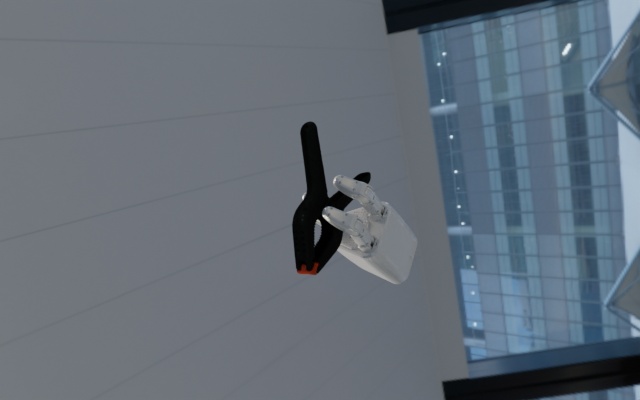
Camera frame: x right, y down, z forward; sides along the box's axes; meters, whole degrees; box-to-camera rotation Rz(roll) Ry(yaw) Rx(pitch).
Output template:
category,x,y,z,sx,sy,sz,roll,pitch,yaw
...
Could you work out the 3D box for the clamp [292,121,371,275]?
category,x,y,z,sx,sy,sz,roll,pitch,yaw
clamp,-0.001,0.003,0.692,0.036,0.210,0.165,-4,-35,41
